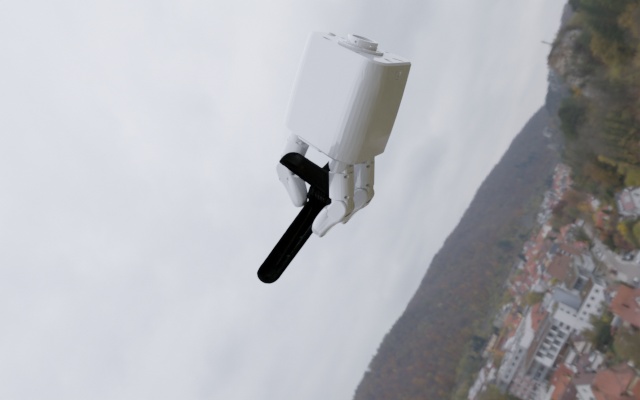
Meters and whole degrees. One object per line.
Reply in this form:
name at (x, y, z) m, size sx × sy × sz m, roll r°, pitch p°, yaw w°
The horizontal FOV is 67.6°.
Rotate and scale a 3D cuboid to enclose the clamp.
clamp at (0.000, 0.001, 0.569) m, size 0.036 × 0.165 × 0.210 m, roll 30°, pitch 29°, yaw 21°
